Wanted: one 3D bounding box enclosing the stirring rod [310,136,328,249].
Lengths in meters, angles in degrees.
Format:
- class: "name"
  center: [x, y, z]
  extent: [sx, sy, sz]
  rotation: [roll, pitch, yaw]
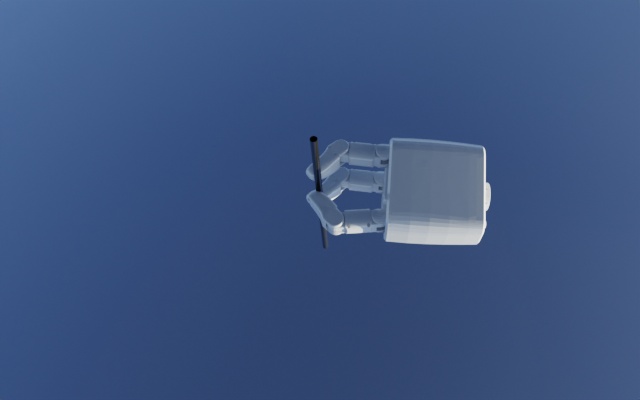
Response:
- class: "stirring rod"
  center: [0.000, 0.002, 0.578]
  extent: [0.011, 0.011, 0.240]
  rotation: [0, -32, 4]
